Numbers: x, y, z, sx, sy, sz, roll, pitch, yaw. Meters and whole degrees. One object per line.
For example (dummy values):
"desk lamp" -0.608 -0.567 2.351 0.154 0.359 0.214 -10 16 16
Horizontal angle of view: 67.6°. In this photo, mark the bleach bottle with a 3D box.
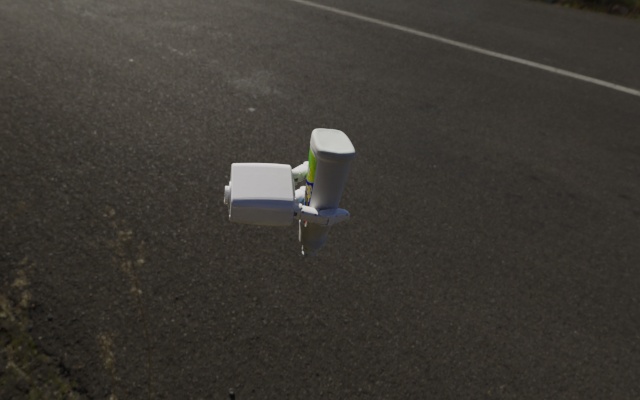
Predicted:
"bleach bottle" 0.000 0.003 0.867 0.068 0.251 0.102 3 32 -14
